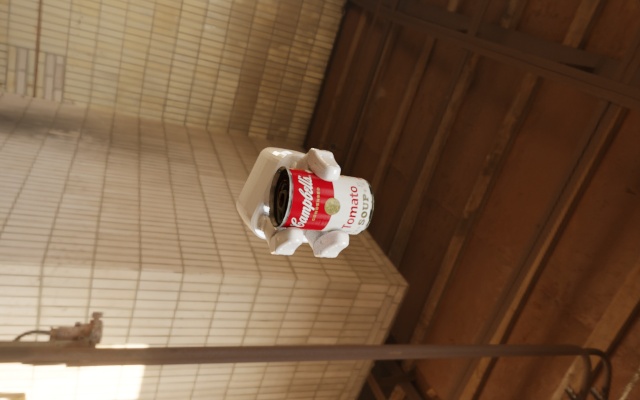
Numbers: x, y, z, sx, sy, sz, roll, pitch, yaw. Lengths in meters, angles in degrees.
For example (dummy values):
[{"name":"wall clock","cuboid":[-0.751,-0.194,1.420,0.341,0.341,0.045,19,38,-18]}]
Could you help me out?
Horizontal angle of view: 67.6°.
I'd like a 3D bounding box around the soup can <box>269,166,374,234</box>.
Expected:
[{"name":"soup can","cuboid":[0.001,0.002,0.541,0.102,0.068,0.068,7,-3,-24]}]
